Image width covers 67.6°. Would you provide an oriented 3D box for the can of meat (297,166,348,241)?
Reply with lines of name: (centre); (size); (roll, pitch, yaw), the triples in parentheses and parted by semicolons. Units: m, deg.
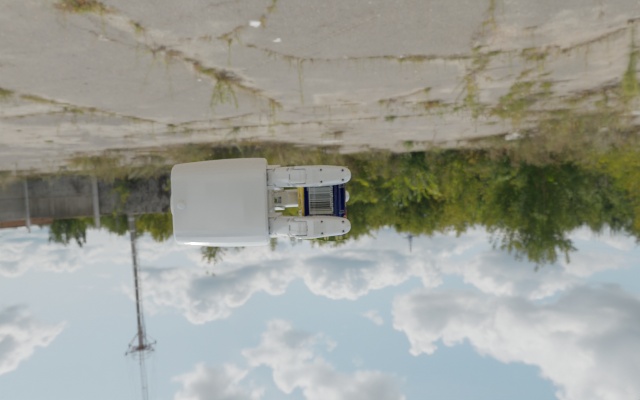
can of meat: (0.000, 0.002, 0.572); (0.057, 0.084, 0.102); (-2, 3, -6)
